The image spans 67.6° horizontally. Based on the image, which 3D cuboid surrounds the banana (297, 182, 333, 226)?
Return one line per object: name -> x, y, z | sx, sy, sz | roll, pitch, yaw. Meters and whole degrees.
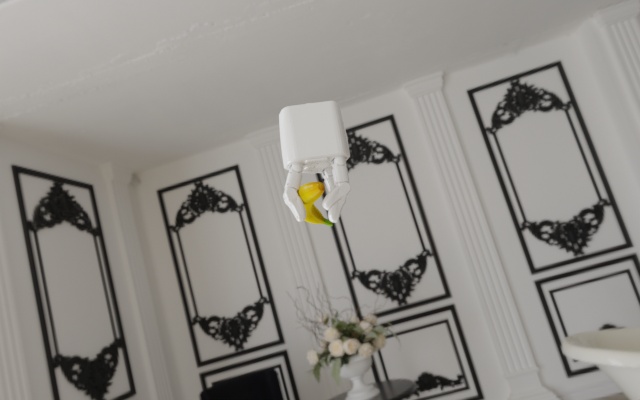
banana -> -0.018, 0.005, 0.874 | 0.069, 0.037, 0.198 | -3, -19, 6
